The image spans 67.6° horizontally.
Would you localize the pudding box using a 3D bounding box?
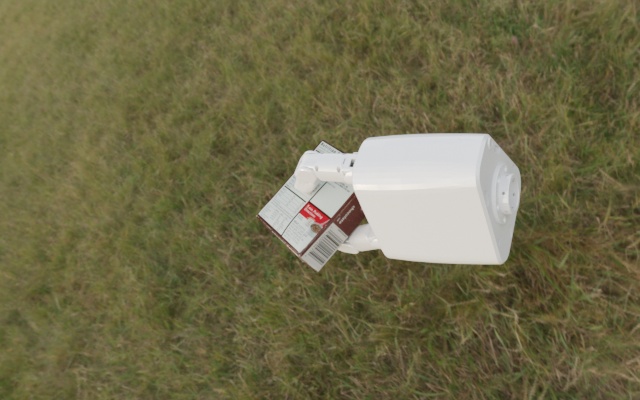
[{"bbox_3d":[0.000,0.002,0.488,0.090,0.113,0.039,37,-7,46],"label":"pudding box"}]
